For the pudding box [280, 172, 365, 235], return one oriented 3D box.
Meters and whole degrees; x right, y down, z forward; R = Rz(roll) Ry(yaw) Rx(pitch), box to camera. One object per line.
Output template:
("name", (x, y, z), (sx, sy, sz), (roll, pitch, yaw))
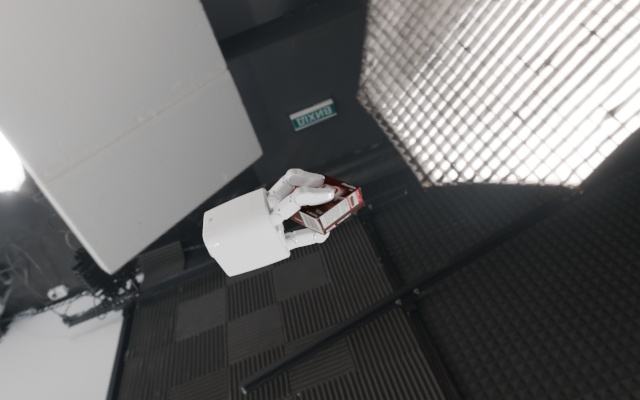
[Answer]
("pudding box", (0.000, 0.003, 0.757), (0.090, 0.039, 0.113), (-37, 36, -23))
